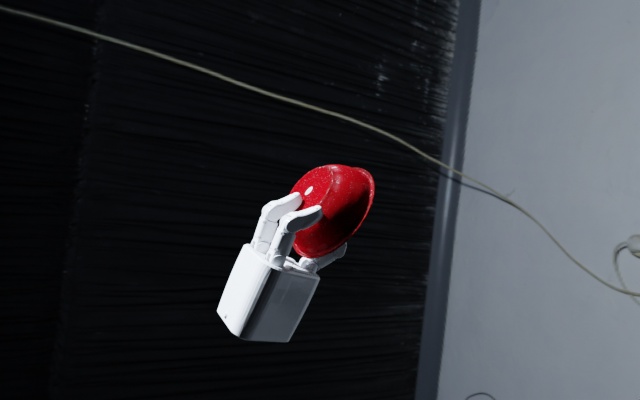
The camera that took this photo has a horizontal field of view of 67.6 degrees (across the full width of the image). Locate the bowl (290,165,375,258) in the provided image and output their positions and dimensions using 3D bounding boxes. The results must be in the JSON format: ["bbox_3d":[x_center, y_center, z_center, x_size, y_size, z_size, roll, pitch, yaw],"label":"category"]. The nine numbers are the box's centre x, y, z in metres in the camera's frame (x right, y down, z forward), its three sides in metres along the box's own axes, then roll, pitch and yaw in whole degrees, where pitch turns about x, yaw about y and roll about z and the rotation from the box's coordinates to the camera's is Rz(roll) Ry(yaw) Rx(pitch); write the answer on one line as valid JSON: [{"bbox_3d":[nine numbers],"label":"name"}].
[{"bbox_3d":[0.000,0.001,0.705,0.055,0.162,0.162,41,-24,-31],"label":"bowl"}]
